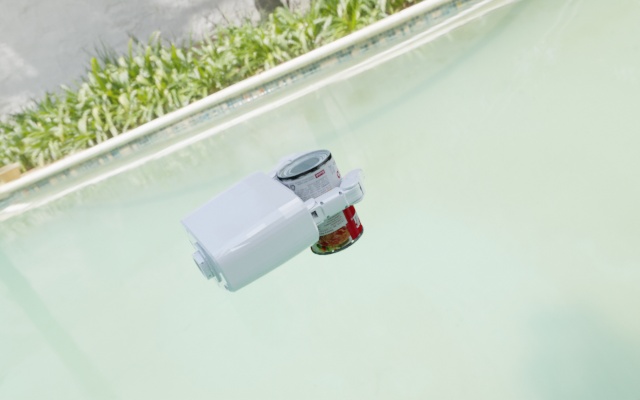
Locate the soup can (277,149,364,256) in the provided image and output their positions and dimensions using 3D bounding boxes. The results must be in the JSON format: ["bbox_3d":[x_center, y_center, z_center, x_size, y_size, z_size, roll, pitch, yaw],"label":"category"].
[{"bbox_3d":[0.000,0.001,0.545,0.068,0.102,0.068,-21,21,9],"label":"soup can"}]
